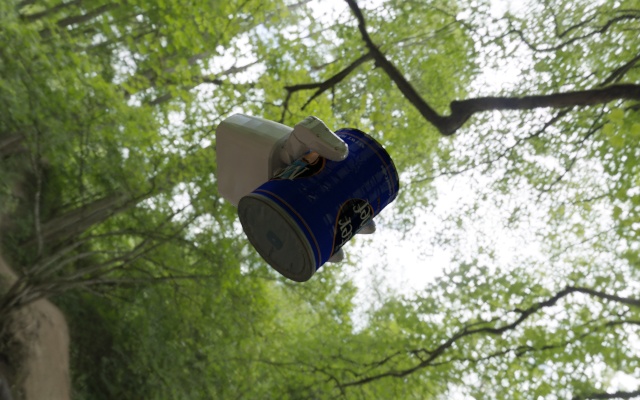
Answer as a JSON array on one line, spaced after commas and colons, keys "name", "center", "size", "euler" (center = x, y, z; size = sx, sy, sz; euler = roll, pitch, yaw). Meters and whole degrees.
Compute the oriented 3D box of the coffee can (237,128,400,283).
[{"name": "coffee can", "center": [0.000, 0.002, 0.497], "size": [0.140, 0.103, 0.103], "euler": [-39, 22, -31]}]
